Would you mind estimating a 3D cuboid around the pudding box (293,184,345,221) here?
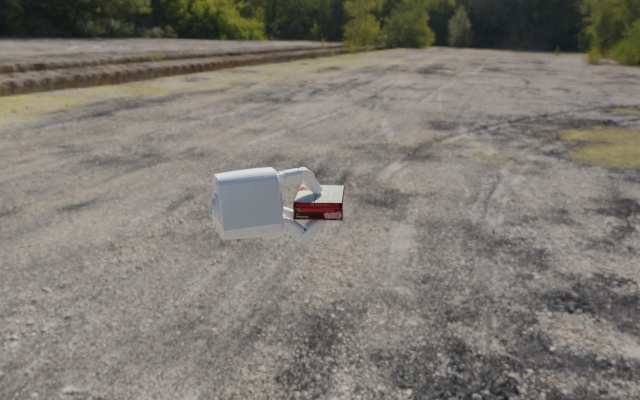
[{"bbox_3d":[0.000,0.003,0.888,0.090,0.039,0.113,2,20,5],"label":"pudding box"}]
